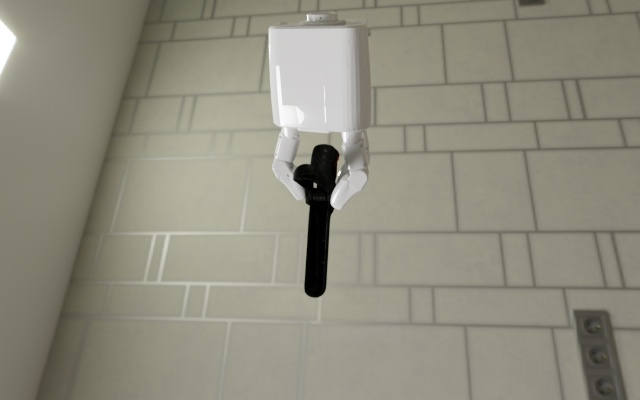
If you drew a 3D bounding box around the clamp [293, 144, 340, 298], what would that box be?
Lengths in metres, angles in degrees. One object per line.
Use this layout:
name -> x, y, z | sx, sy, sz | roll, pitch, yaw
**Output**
clamp -> -0.001, 0.001, 0.580 | 0.036, 0.165, 0.210 | 2, 25, 7
